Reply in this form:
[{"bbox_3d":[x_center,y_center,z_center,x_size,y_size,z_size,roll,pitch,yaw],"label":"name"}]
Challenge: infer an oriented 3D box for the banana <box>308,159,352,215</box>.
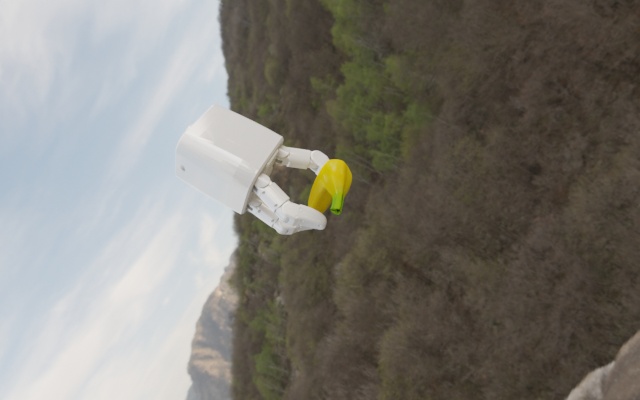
[{"bbox_3d":[0.008,-0.015,0.606,0.037,0.069,0.198,26,-6,-4],"label":"banana"}]
